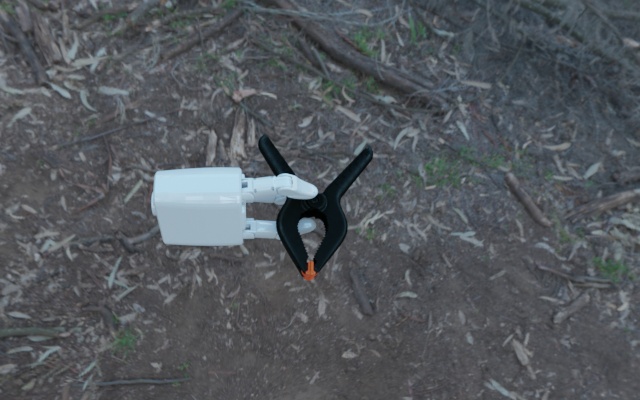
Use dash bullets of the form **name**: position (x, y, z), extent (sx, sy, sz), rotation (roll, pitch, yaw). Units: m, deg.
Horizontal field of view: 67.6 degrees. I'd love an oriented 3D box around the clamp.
- **clamp**: position (0.000, 0.002, 0.647), extent (0.164, 0.210, 0.036), rotation (-1, -25, -7)
